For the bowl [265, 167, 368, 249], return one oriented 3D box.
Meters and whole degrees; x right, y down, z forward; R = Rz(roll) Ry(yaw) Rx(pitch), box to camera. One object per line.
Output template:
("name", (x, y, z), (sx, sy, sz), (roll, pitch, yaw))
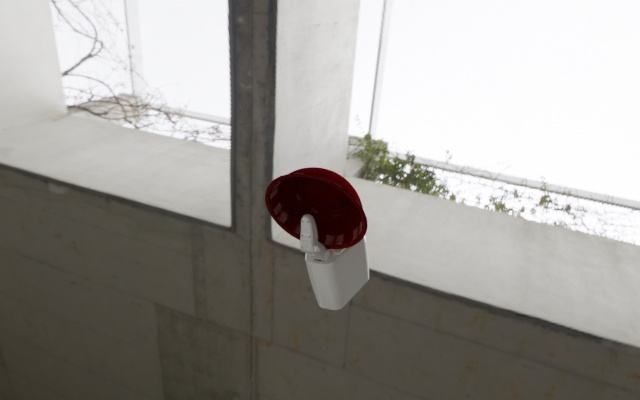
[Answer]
("bowl", (0.000, 0.001, 0.725), (0.162, 0.055, 0.162), (15, -40, 13))
